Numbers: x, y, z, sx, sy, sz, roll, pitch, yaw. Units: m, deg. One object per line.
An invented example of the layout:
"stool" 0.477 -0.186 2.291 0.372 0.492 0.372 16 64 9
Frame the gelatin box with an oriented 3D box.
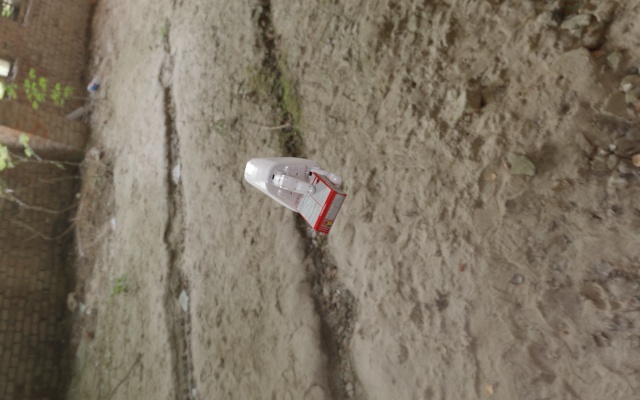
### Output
"gelatin box" 0.000 0.003 0.786 0.030 0.073 0.089 18 15 -30
